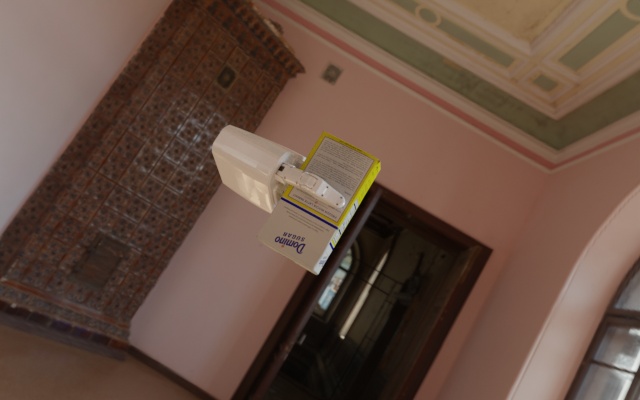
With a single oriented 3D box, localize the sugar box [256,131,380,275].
[{"bbox_3d":[0.000,0.002,0.652,0.093,0.176,0.048,29,-10,17],"label":"sugar box"}]
